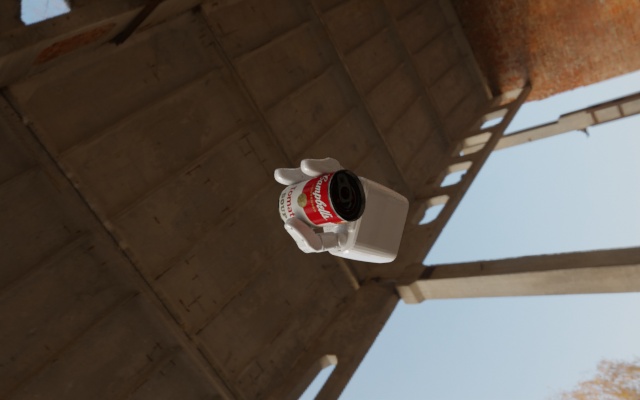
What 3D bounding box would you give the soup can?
[{"bbox_3d":[0.000,0.002,0.637,0.068,0.068,0.102,0,-10,-45],"label":"soup can"}]
